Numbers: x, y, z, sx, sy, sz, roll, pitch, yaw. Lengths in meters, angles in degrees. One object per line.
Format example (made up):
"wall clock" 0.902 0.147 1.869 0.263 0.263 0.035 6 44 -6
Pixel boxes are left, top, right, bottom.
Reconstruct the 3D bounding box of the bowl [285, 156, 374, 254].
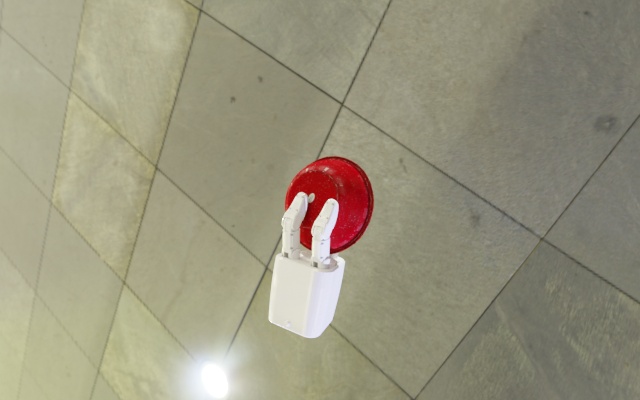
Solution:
"bowl" 0.000 0.001 0.752 0.162 0.162 0.055 0 -10 30
